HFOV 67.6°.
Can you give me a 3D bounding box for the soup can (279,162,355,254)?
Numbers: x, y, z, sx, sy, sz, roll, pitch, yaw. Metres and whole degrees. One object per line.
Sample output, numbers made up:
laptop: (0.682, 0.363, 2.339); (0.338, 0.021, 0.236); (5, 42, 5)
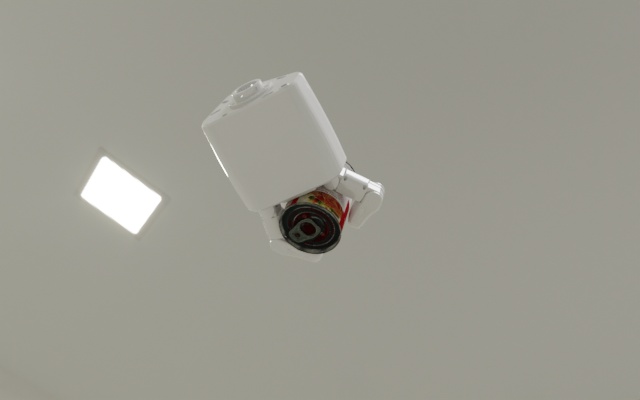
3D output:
soup can: (0.000, 0.002, 0.539); (0.068, 0.068, 0.102); (0, 35, 17)
